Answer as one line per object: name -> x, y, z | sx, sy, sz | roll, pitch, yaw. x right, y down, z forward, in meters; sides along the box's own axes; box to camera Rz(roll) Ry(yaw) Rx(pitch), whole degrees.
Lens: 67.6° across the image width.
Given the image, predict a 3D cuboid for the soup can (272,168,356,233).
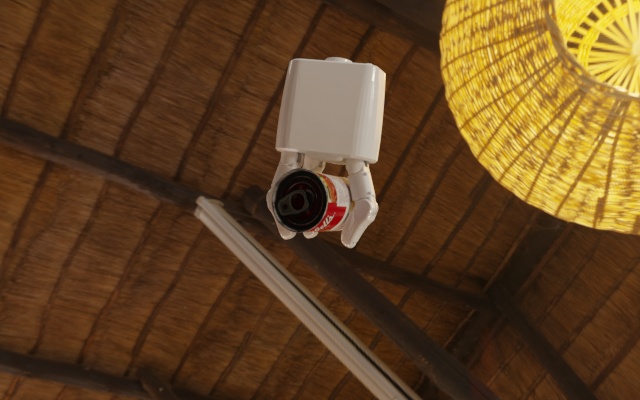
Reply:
soup can -> 0.000, 0.002, 0.544 | 0.068, 0.068, 0.102 | 0, -2, 27
